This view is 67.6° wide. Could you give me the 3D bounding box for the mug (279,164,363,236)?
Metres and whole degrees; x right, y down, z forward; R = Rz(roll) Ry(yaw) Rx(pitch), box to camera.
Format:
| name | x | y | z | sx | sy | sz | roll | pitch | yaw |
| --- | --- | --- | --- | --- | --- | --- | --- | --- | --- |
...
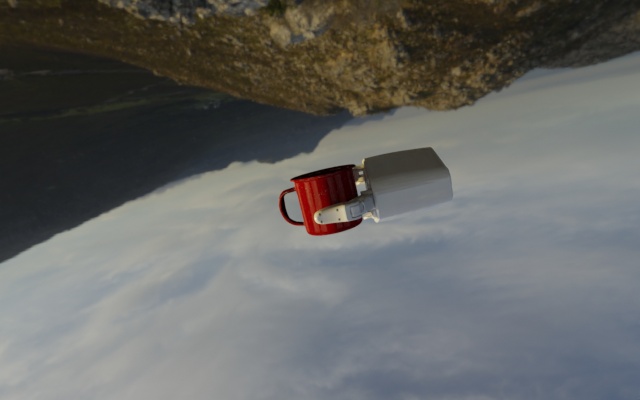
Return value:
| name | x | y | z | sx | sy | sz | roll | pitch | yaw |
| --- | --- | --- | --- | --- | --- | --- | --- | --- | --- |
| mug | -0.001 | 0.003 | 0.663 | 0.117 | 0.081 | 0.093 | -12 | 8 | 5 |
